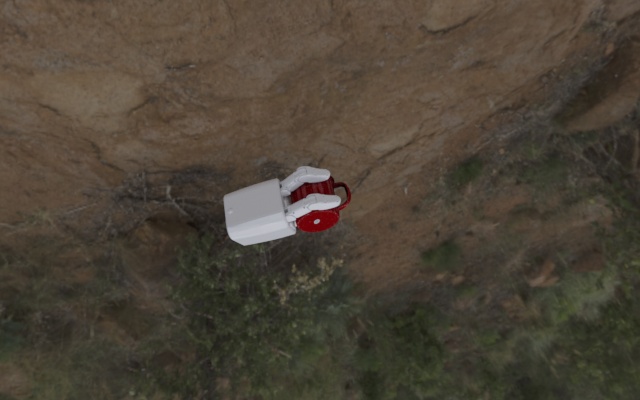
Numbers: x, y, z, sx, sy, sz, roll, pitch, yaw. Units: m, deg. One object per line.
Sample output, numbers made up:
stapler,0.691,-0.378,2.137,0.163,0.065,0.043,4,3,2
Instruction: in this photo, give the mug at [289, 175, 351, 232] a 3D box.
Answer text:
mug,0.002,0.003,0.883,0.117,0.081,0.093,-16,-31,5
